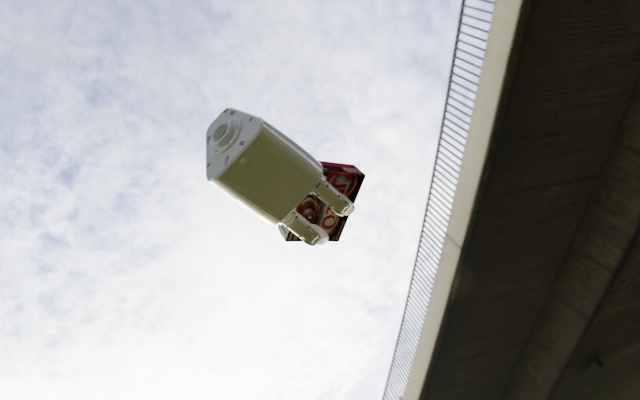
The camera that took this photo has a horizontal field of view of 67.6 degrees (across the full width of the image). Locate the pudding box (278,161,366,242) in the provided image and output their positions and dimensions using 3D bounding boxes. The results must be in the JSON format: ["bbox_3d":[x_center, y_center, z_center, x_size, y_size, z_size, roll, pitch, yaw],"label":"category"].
[{"bbox_3d":[0.000,0.002,0.652,0.090,0.113,0.039,4,31,-33],"label":"pudding box"}]
